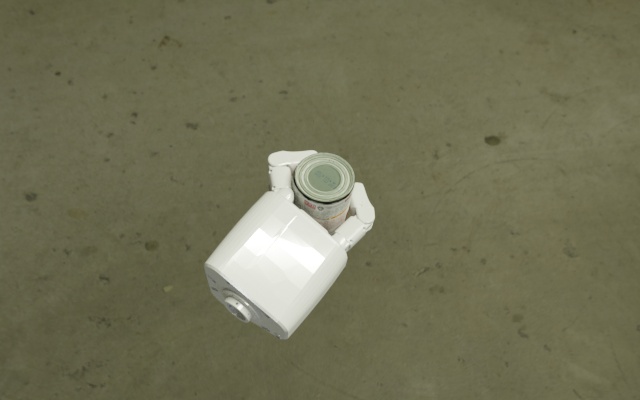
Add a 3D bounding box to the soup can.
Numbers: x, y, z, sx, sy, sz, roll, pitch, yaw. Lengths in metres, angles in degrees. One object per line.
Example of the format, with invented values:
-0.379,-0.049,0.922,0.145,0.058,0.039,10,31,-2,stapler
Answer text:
0.000,0.001,0.548,0.068,0.068,0.102,0,-33,-6,soup can
